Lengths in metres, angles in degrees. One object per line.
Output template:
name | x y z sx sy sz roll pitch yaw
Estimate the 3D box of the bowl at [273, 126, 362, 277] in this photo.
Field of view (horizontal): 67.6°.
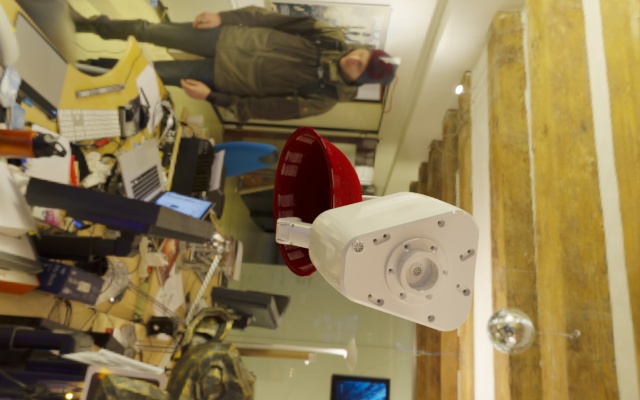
bowl | 0.000 0.001 0.529 0.055 0.162 0.162 1 0 -26
